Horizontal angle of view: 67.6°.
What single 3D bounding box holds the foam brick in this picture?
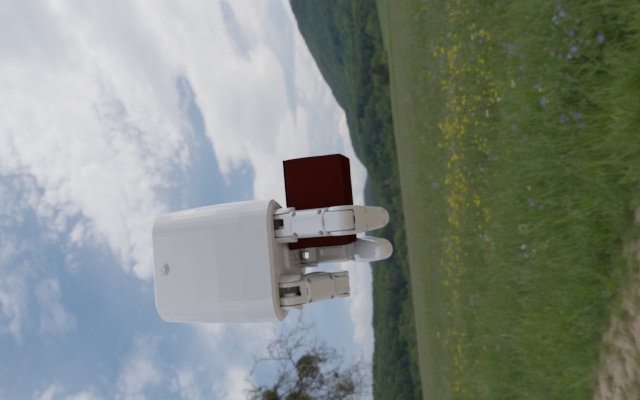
[{"bbox_3d":[0.000,0.001,0.416,0.051,0.078,0.053,-5,-3,12],"label":"foam brick"}]
